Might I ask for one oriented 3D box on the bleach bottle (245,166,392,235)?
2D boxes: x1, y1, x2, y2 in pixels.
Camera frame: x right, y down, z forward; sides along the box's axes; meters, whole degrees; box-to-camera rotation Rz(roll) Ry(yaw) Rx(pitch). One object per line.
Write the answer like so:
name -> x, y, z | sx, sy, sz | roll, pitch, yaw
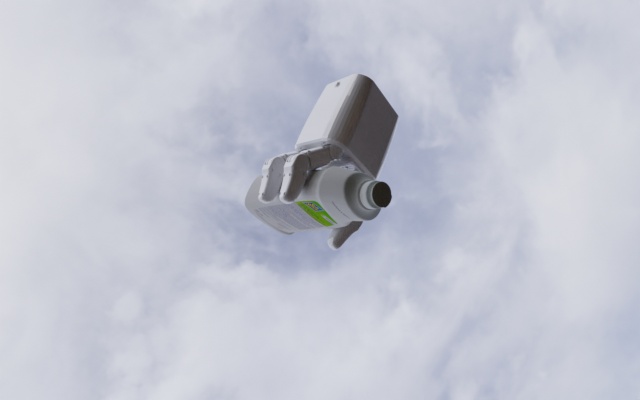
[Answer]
bleach bottle -> 0.000, 0.002, 0.611 | 0.102, 0.068, 0.251 | 35, -21, -29
